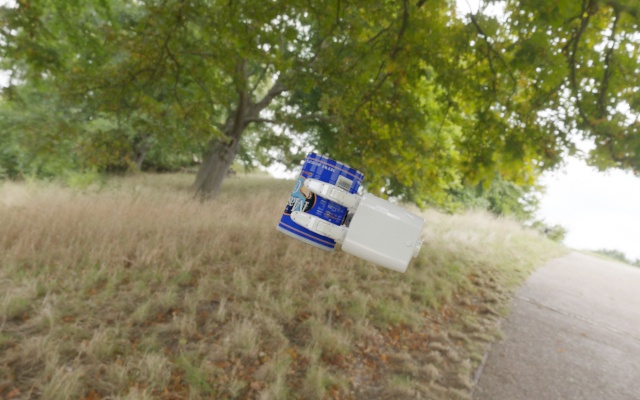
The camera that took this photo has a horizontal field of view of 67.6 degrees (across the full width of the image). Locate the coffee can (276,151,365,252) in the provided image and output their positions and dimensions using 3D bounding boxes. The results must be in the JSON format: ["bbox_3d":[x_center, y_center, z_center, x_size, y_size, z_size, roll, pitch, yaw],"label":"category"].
[{"bbox_3d":[0.000,0.003,0.798,0.103,0.140,0.103,23,-1,1],"label":"coffee can"}]
